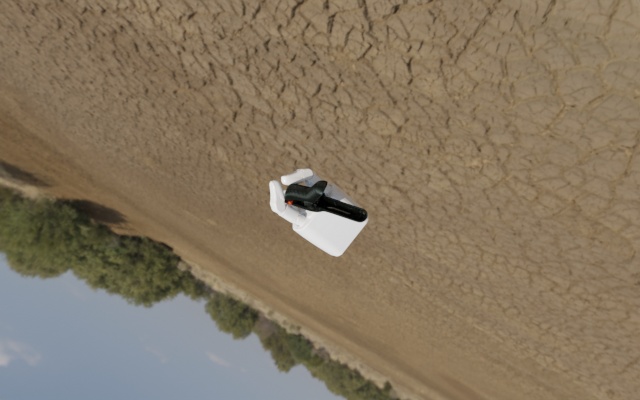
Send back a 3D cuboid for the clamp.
[{"bbox_3d":[0.000,0.003,0.838,0.120,0.039,0.171,38,-17,-27],"label":"clamp"}]
